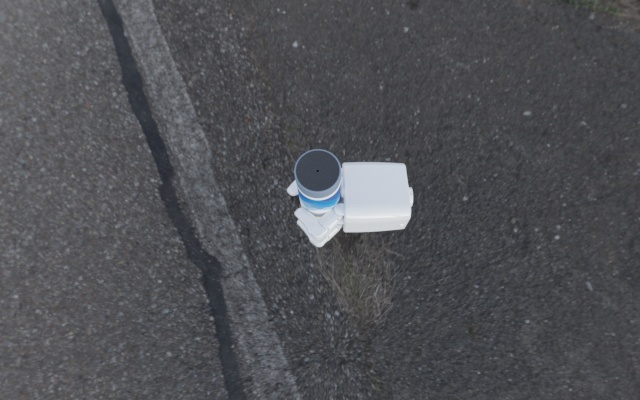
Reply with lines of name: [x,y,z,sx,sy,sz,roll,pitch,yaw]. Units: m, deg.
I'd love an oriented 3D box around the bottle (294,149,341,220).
bottle: [0.000,0.003,0.809,0.069,0.069,0.296,0,-18,2]
